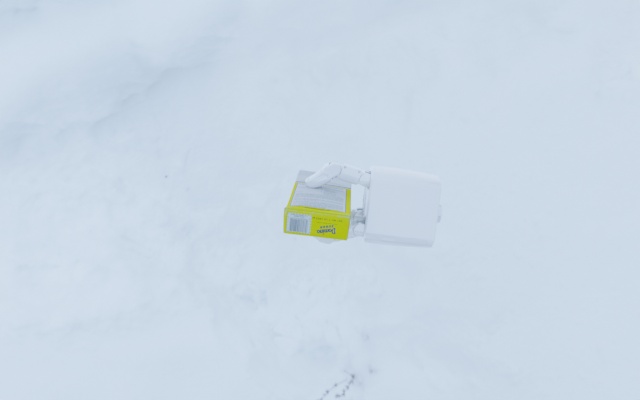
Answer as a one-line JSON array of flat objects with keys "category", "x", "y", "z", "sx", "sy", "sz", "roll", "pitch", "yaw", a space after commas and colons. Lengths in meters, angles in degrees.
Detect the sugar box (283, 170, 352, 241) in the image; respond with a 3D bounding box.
[{"category": "sugar box", "x": 0.000, "y": 0.003, "z": 0.736, "sx": 0.093, "sy": 0.048, "sz": 0.176, "roll": 8, "pitch": 19, "yaw": 2}]
